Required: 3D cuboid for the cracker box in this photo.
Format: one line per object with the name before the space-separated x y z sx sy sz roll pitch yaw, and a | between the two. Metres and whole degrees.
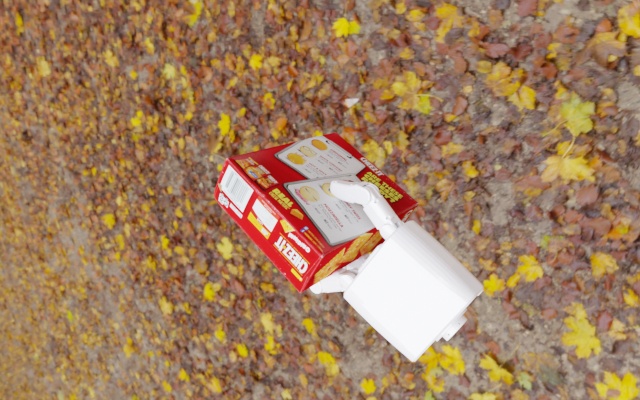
cracker box | 0.000 0.002 0.603 0.164 0.072 0.213 44 37 20
